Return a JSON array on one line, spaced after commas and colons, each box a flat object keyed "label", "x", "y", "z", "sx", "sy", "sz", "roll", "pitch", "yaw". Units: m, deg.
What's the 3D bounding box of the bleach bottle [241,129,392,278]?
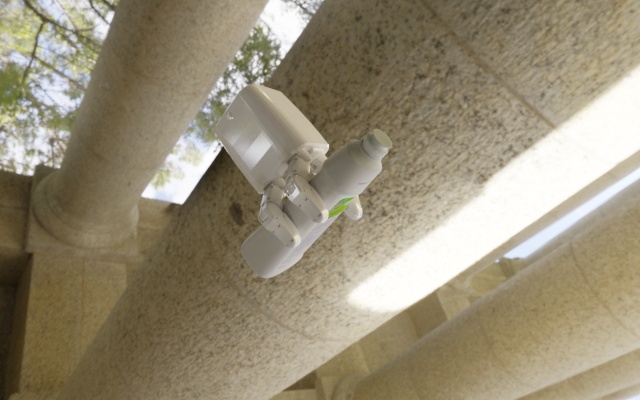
[{"label": "bleach bottle", "x": 0.000, "y": 0.002, "z": 0.603, "sx": 0.251, "sy": 0.068, "sz": 0.102, "roll": -45, "pitch": -10, "yaw": 35}]
